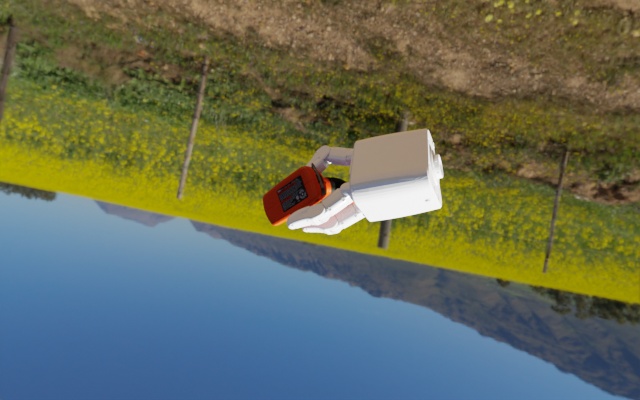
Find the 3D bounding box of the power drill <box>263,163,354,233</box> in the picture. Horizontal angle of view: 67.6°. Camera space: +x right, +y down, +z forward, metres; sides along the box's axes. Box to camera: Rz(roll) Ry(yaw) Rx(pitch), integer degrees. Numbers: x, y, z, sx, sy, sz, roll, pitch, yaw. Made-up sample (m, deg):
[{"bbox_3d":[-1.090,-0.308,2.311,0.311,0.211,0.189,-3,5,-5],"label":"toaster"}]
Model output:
[{"bbox_3d":[0.000,0.002,0.757,0.184,0.057,0.187,-35,-21,32],"label":"power drill"}]
